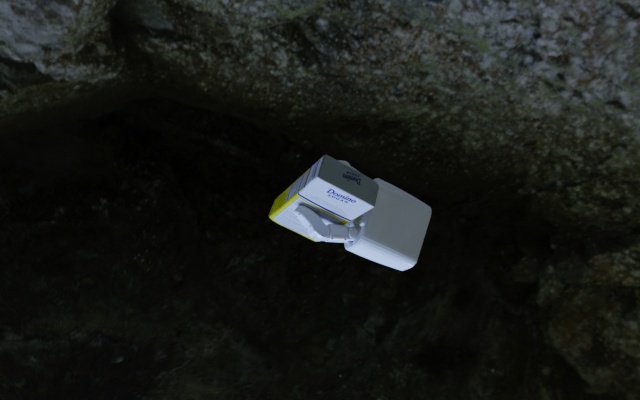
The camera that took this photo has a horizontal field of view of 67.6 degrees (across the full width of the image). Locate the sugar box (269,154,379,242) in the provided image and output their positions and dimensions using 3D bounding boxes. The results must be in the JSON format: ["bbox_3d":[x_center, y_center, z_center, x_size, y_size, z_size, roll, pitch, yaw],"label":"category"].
[{"bbox_3d":[0.000,0.002,0.706,0.093,0.048,0.176,27,-33,-18],"label":"sugar box"}]
